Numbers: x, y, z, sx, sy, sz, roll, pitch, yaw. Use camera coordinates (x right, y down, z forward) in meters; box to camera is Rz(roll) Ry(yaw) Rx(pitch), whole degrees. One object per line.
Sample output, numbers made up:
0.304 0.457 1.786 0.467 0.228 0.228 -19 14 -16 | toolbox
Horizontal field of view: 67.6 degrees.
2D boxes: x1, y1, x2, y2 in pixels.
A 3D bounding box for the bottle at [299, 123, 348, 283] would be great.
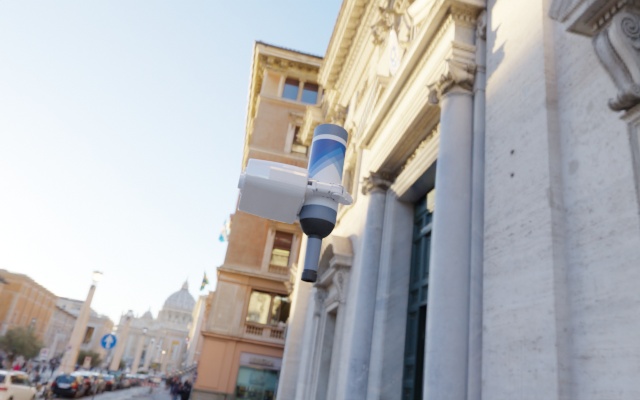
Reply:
0.000 0.003 0.870 0.069 0.295 0.069 8 -22 3 | bottle
